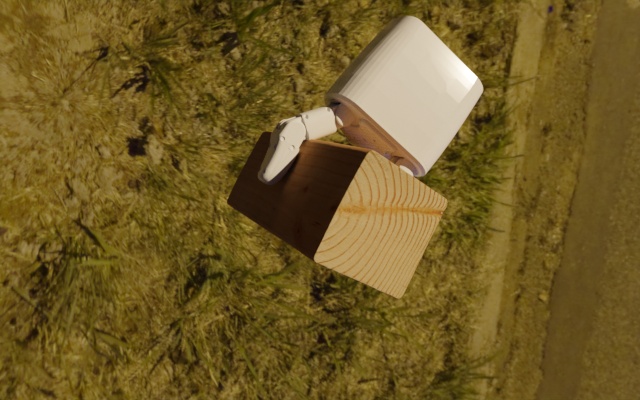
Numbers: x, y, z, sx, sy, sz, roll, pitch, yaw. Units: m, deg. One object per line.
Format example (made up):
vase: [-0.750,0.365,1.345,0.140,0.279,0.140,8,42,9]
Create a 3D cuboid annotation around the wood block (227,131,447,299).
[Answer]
wood block: [0.000,0.001,0.439,0.091,0.090,0.206,29,-4,-30]
